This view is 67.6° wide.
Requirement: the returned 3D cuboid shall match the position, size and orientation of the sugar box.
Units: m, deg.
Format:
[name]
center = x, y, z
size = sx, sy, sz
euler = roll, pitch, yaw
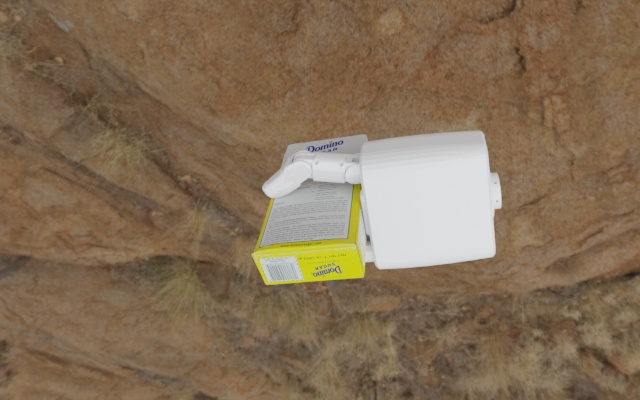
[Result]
[sugar box]
center = 0.000, 0.002, 0.469
size = 0.093, 0.048, 0.176
euler = -6, 35, 14
